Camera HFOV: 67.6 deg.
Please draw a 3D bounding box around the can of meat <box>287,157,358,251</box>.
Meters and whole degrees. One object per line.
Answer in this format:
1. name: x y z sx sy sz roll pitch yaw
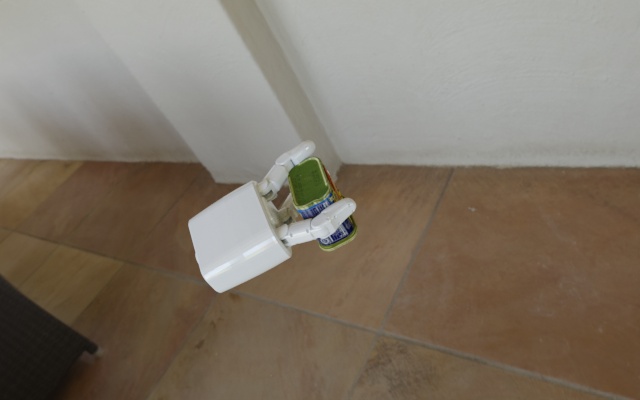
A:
1. can of meat: 0.000 0.002 0.638 0.057 0.084 0.102 -28 37 7
